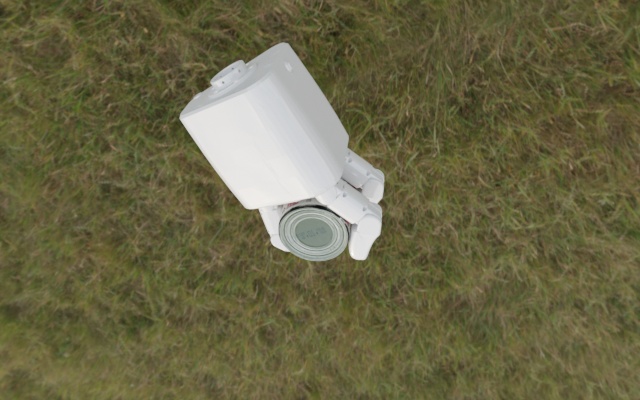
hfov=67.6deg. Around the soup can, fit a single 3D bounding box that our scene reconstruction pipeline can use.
[{"bbox_3d":[0.000,0.002,0.474,0.068,0.069,0.102,0,37,9],"label":"soup can"}]
